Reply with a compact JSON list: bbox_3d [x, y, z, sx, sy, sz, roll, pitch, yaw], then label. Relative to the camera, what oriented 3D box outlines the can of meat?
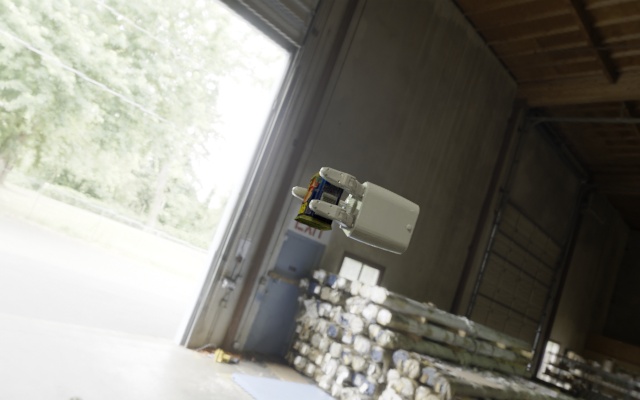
[{"bbox_3d":[0.000,0.002,0.814,0.057,0.084,0.102,22,-8,-8],"label":"can of meat"}]
